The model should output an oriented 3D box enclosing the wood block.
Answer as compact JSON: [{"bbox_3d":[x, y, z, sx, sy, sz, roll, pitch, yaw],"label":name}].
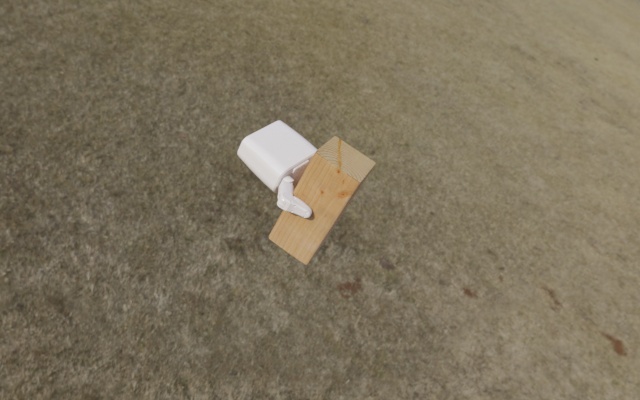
[{"bbox_3d":[0.000,0.003,0.850,0.090,0.206,0.090,35,34,6],"label":"wood block"}]
